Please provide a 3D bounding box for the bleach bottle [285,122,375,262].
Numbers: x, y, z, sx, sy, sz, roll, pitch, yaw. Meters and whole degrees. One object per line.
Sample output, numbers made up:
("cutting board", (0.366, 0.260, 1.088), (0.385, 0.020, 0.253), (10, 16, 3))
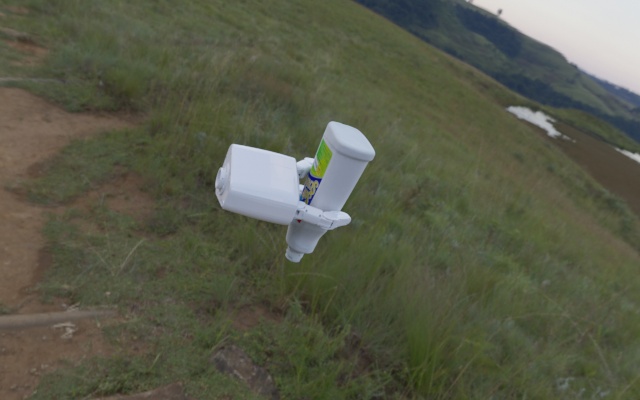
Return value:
("bleach bottle", (0.000, 0.002, 0.788), (0.068, 0.251, 0.102), (14, 28, -22))
